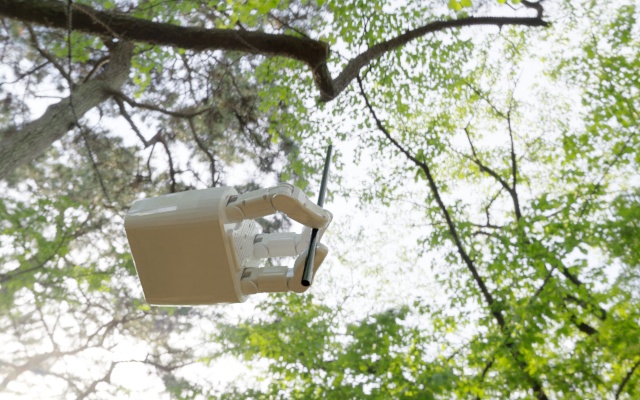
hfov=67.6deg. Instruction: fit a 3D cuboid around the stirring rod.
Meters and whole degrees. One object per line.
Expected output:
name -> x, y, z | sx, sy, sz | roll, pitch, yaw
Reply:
stirring rod -> 0.000, 0.002, 0.499 | 0.011, 0.011, 0.239 | 0, 34, 7
